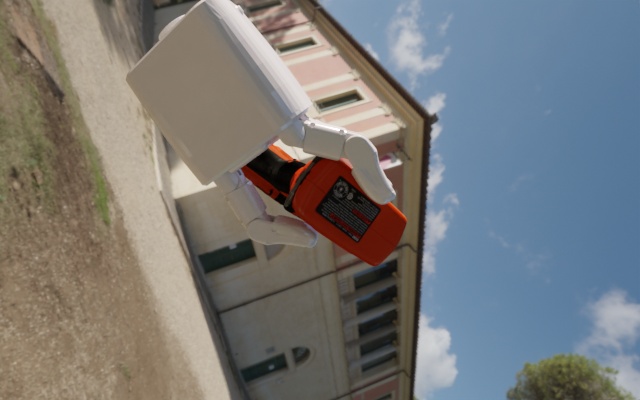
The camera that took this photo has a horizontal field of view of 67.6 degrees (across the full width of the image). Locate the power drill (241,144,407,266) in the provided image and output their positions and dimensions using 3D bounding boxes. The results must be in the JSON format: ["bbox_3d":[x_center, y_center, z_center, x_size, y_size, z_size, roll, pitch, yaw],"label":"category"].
[{"bbox_3d":[0.000,0.001,0.472,0.184,0.057,0.187,35,-5,-28],"label":"power drill"}]
